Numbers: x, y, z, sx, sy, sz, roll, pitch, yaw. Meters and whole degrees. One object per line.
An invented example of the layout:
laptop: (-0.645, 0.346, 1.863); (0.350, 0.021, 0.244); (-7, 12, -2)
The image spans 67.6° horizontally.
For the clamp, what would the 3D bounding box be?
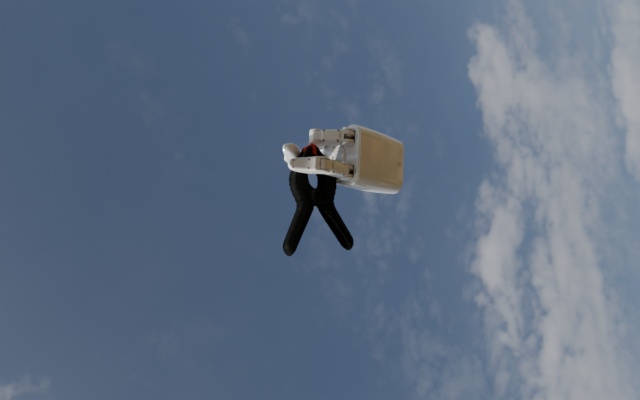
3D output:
clamp: (0.000, 0.002, 0.728); (0.120, 0.171, 0.039); (10, -11, -38)
